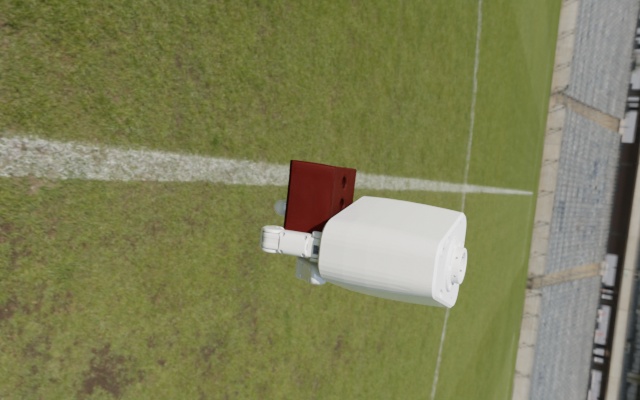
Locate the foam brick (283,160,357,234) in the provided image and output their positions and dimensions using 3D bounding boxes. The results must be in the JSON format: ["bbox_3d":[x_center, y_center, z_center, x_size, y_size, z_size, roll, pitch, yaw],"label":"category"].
[{"bbox_3d":[0.000,0.001,0.479,0.051,0.078,0.053,8,4,28],"label":"foam brick"}]
